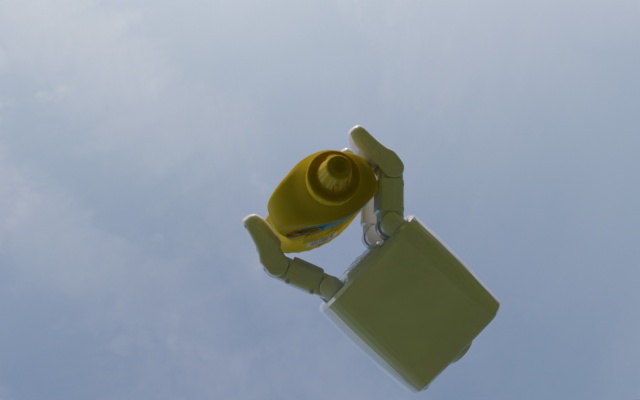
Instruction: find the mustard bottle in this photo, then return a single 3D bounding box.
[{"bbox_3d":[0.000,0.001,0.423,0.096,0.058,0.192,-20,-11,-13],"label":"mustard bottle"}]
